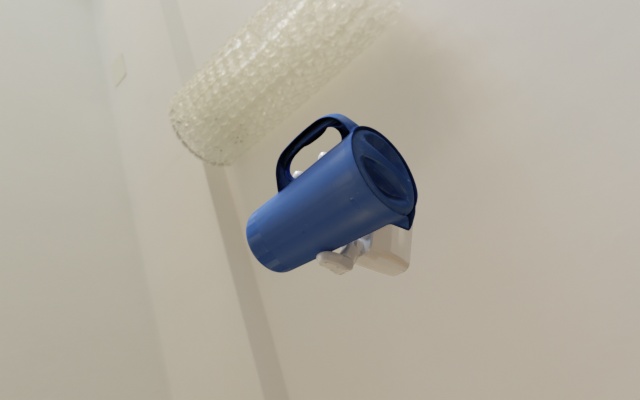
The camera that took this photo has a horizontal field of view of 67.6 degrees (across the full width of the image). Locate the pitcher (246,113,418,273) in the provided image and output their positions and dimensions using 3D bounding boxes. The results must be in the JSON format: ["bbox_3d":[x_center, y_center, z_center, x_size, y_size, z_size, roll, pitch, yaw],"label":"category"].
[{"bbox_3d":[0.000,0.002,0.679,0.145,0.149,0.243,25,-45,-39],"label":"pitcher"}]
